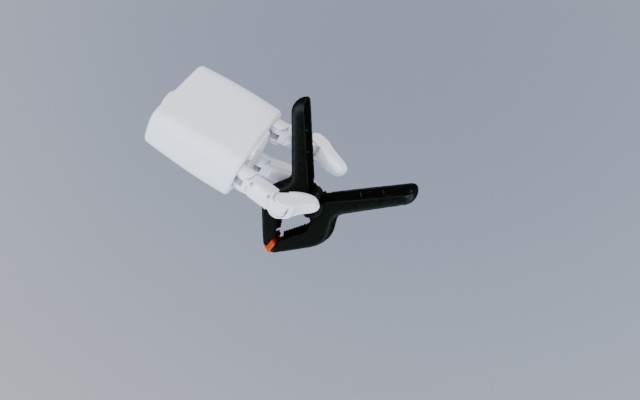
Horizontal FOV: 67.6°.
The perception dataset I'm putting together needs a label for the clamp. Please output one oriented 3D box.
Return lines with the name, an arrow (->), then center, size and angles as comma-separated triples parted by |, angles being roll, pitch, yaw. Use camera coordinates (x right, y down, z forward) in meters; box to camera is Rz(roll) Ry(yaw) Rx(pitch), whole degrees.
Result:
clamp -> -0.001, 0.002, 0.561 | 0.164, 0.210, 0.036 | 33, 38, -2
